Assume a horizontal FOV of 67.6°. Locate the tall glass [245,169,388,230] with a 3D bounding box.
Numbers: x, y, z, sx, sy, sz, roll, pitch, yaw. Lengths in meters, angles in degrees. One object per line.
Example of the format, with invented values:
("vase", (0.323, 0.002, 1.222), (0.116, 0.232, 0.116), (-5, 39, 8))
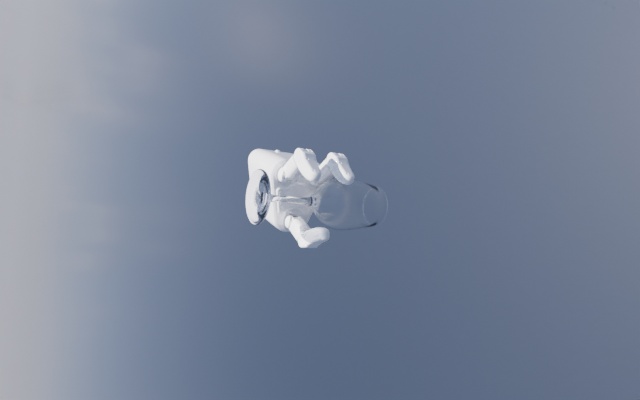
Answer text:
("tall glass", (0.000, 0.002, 0.680), (0.201, 0.079, 0.079), (5, -3, -32))
